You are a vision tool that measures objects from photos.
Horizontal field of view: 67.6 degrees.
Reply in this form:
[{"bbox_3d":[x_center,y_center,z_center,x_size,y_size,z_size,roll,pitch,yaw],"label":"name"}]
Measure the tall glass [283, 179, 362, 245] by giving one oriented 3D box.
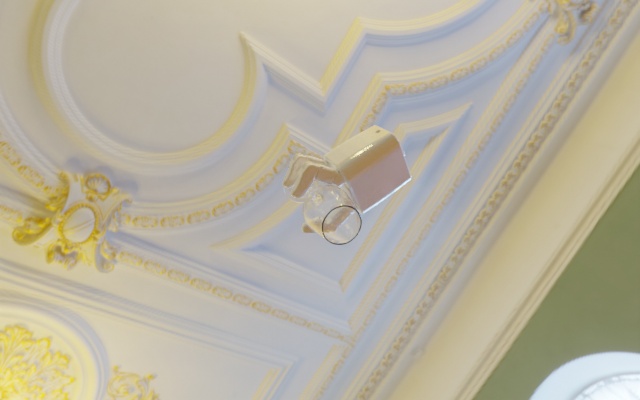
[{"bbox_3d":[0.000,0.002,0.772,0.079,0.079,0.201,0,20,-19],"label":"tall glass"}]
